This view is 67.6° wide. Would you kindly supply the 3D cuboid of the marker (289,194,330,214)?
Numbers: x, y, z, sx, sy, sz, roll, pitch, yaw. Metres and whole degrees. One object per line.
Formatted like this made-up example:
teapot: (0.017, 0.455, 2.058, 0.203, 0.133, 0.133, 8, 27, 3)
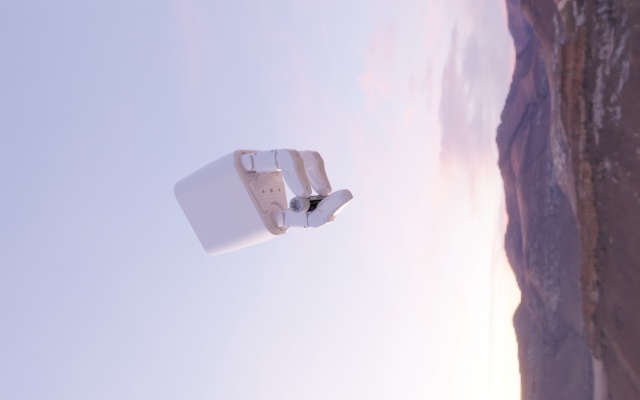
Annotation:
marker: (0.000, 0.002, 0.577, 0.020, 0.020, 0.121, 0, 3, 26)
